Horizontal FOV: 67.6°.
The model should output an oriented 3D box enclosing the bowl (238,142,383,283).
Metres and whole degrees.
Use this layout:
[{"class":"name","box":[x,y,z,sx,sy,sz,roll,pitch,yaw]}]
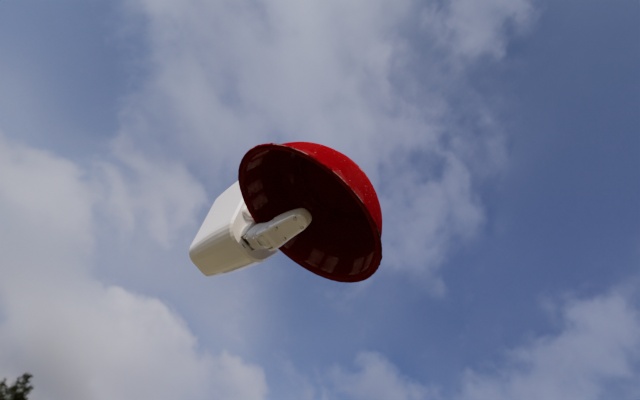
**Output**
[{"class":"bowl","box":[0.001,0.001,0.455,0.162,0.162,0.055,0,37,45]}]
